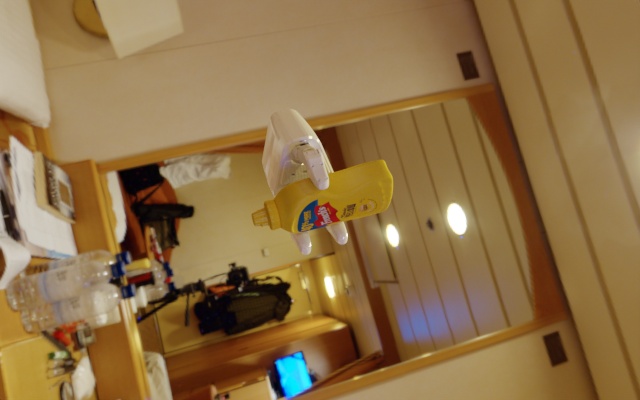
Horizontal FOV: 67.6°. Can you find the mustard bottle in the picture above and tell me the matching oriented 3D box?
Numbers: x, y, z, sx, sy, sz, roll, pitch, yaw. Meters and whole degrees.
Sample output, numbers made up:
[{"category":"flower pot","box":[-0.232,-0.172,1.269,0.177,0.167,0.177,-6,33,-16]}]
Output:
[{"category":"mustard bottle","box":[0.000,0.002,0.657,0.191,0.058,0.096,-14,-29,-12]}]
